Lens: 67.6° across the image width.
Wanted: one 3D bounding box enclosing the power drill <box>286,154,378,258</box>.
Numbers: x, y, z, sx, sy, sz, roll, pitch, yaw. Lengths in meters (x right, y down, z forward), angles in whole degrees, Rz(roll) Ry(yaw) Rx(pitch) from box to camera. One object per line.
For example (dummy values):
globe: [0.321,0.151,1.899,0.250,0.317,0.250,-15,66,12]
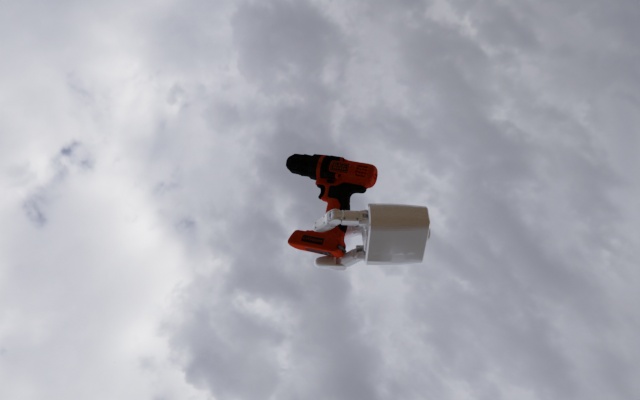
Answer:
power drill: [0.000,0.003,0.894,0.184,0.187,0.057,10,-14,22]
